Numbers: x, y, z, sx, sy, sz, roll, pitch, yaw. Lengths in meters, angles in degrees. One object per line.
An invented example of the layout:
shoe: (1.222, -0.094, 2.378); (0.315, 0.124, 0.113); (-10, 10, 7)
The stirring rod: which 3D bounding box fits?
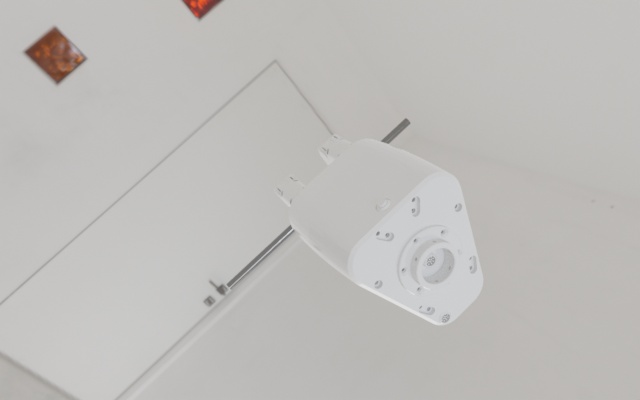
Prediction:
stirring rod: (0.000, 0.002, 0.469); (0.239, 0.011, 0.011); (-43, 5, -5)
